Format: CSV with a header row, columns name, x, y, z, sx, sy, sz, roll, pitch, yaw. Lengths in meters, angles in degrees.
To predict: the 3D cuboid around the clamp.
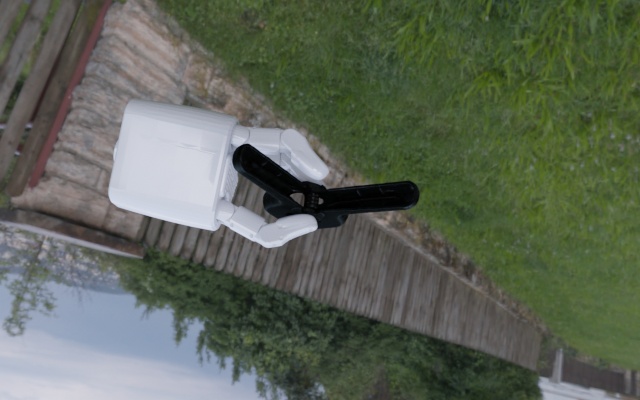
name,x,y,z,sx,sy,sz,roll,pitch,yaw
clamp,0.000,0.002,0.491,0.164,0.036,0.210,12,-15,-1
